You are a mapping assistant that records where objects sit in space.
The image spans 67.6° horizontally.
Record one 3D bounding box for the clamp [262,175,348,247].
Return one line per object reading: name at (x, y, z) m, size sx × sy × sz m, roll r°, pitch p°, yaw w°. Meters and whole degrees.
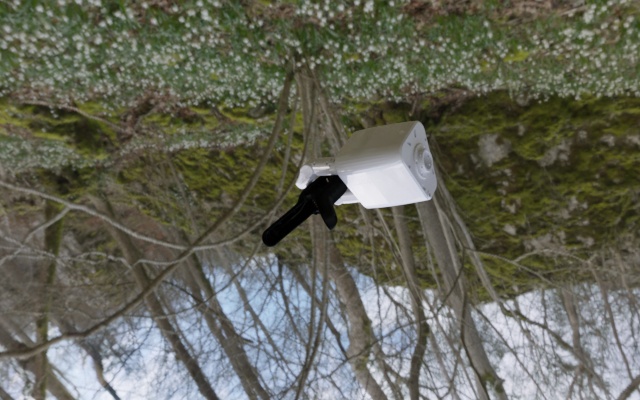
clamp at (0.000, 0.003, 0.683) m, size 0.120 × 0.039 × 0.171 m, roll -7°, pitch 32°, yaw 38°
